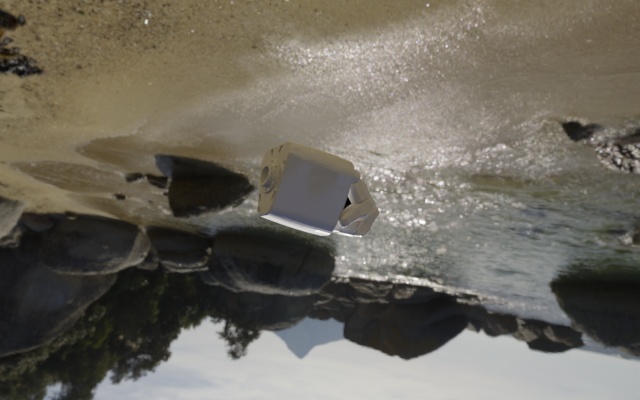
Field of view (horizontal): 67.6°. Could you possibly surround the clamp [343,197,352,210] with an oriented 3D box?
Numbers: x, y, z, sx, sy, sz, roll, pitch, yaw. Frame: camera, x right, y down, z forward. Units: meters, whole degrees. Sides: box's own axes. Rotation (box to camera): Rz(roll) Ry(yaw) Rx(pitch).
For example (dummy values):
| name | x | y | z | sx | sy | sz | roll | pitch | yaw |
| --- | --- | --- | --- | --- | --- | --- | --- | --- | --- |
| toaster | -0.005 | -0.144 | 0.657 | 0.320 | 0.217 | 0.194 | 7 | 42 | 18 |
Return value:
| name | x | y | z | sx | sy | sz | roll | pitch | yaw |
| --- | --- | --- | --- | --- | --- | --- | --- | --- | --- |
| clamp | 0.000 | 0.003 | 0.788 | 0.120 | 0.039 | 0.171 | 18 | -14 | -29 |
